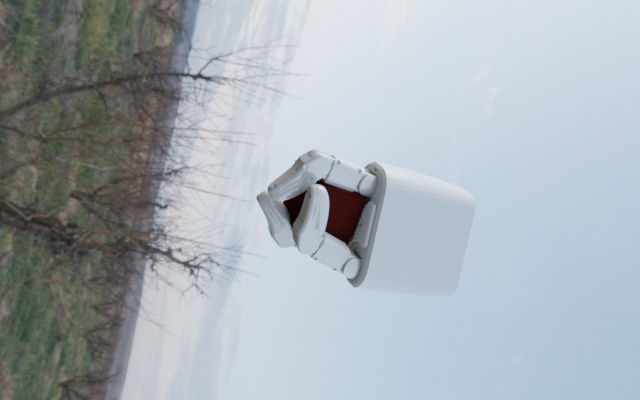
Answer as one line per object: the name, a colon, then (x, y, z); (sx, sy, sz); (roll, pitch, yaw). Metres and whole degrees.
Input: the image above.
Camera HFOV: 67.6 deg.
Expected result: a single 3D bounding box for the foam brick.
foam brick: (0.000, 0.001, 0.459); (0.051, 0.053, 0.078); (12, 18, -21)
